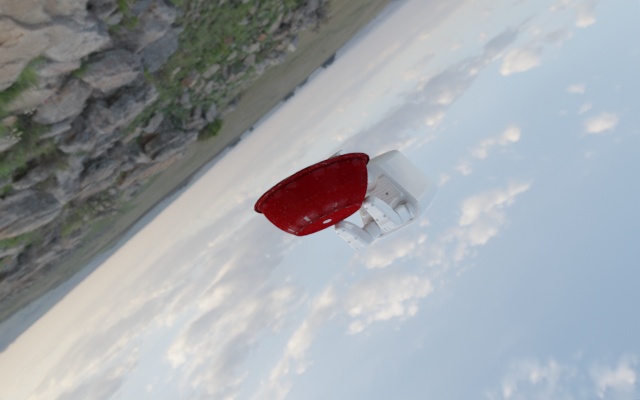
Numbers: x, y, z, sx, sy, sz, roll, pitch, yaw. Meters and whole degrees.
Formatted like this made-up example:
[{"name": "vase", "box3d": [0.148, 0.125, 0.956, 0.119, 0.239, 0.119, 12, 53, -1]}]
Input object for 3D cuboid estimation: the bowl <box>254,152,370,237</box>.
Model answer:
[{"name": "bowl", "box3d": [-0.001, 0.003, 0.606, 0.162, 0.055, 0.162, -24, -12, -5]}]
